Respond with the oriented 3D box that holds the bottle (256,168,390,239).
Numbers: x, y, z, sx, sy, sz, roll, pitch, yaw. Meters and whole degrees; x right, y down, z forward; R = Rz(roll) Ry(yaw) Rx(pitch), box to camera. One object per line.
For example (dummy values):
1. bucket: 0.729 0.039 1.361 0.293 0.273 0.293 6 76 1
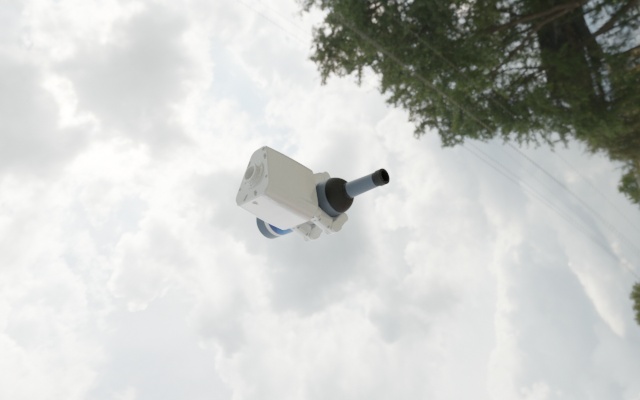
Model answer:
1. bottle: 0.000 0.003 0.860 0.296 0.069 0.069 -22 -15 41
